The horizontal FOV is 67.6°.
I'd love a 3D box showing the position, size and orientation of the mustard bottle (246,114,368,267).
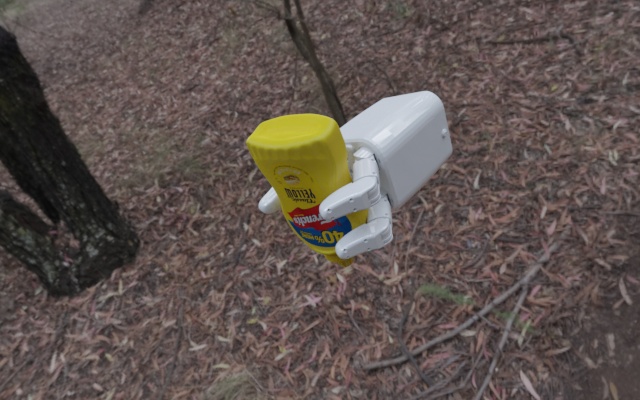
[{"bbox_3d":[0.000,0.002,0.510,0.096,0.192,0.058,2,43,30],"label":"mustard bottle"}]
